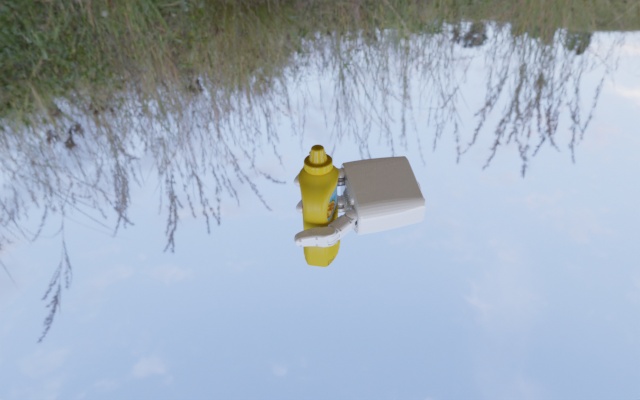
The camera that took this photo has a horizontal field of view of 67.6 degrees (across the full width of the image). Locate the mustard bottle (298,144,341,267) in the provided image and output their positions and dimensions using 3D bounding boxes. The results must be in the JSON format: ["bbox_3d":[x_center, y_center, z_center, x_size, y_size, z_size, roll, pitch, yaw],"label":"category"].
[{"bbox_3d":[0.000,0.003,0.713,0.058,0.192,0.096,6,39,10],"label":"mustard bottle"}]
